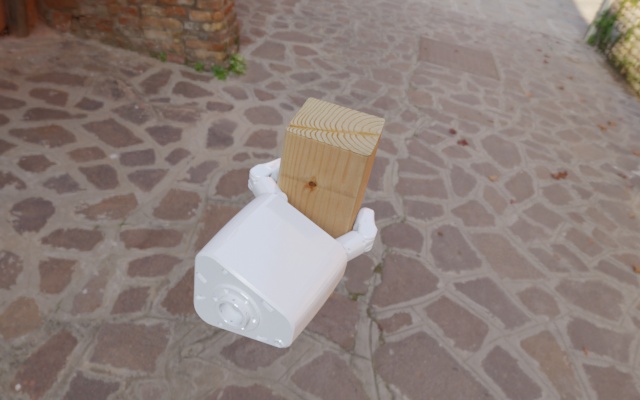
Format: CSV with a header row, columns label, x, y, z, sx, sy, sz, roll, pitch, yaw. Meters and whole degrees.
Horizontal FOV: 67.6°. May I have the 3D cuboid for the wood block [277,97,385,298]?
label,x,y,z,sx,sy,sz,roll,pitch,yaw
wood block,0.000,0.002,0.554,0.091,0.206,0.090,18,37,7
